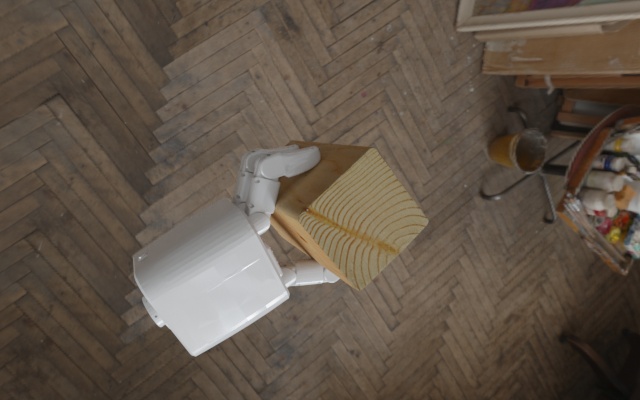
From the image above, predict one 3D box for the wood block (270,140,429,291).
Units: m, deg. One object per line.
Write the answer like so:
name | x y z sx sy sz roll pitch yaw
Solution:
wood block | 0.000 0.002 0.486 0.090 0.091 0.206 -43 21 -10
